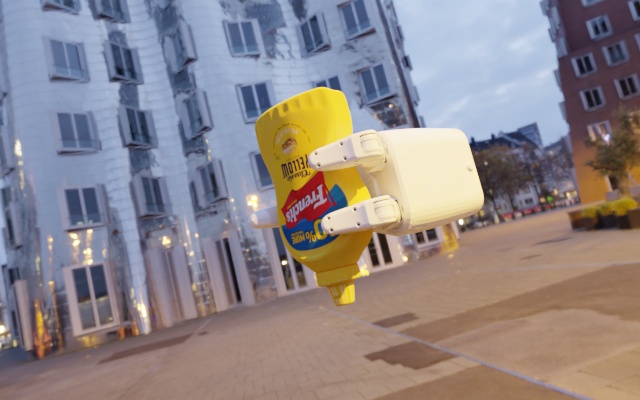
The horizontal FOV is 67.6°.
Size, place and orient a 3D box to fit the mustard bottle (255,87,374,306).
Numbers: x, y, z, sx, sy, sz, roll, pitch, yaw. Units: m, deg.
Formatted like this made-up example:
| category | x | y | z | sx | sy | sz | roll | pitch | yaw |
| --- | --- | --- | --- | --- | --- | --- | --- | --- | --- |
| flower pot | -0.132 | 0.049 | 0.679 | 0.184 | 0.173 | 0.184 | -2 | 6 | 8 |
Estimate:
| category | x | y | z | sx | sy | sz | roll | pitch | yaw |
| --- | --- | --- | --- | --- | --- | --- | --- | --- | --- |
| mustard bottle | 0.000 | 0.001 | 0.443 | 0.096 | 0.191 | 0.058 | -19 | -8 | 34 |
